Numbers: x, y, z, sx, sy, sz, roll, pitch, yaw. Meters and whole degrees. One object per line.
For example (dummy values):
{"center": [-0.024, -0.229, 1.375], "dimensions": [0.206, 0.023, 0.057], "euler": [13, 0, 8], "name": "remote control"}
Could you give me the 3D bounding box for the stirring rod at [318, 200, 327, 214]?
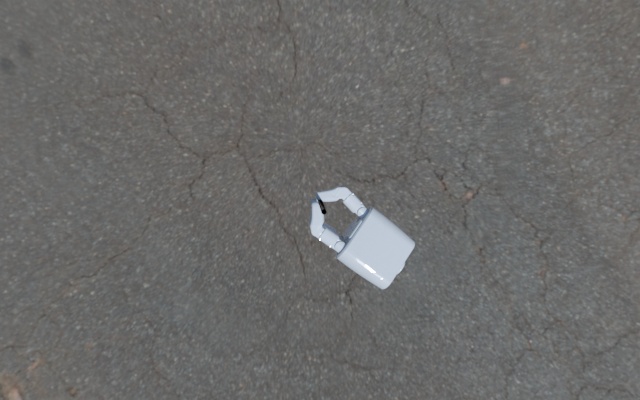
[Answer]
{"center": [0.000, 0.003, 0.848], "dimensions": [0.011, 0.011, 0.239], "euler": [0, 7, -2], "name": "stirring rod"}
